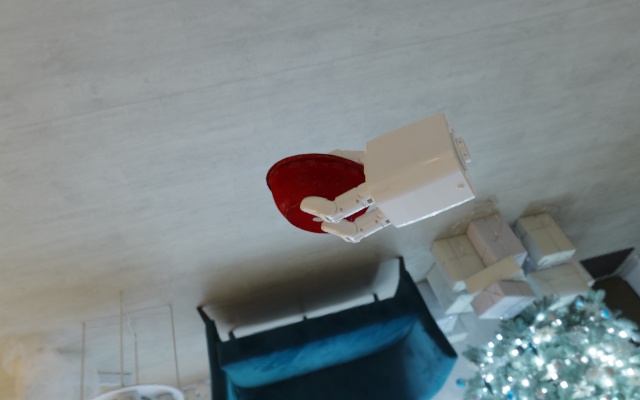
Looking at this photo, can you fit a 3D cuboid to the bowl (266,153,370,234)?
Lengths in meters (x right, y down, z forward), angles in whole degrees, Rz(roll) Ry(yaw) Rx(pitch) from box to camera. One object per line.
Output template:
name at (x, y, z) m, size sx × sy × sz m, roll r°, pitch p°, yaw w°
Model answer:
bowl at (-0.001, 0.003, 0.664) m, size 0.162 × 0.055 × 0.162 m, roll 6°, pitch -29°, yaw 3°
